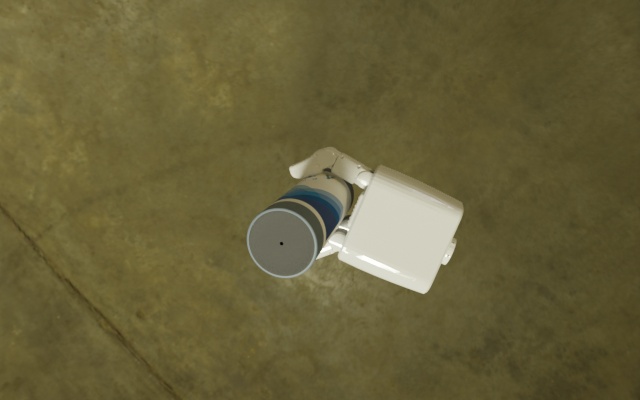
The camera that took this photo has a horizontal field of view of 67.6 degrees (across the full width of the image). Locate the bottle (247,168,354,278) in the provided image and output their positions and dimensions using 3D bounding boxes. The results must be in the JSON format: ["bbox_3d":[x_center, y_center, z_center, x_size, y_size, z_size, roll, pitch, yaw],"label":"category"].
[{"bbox_3d":[0.000,0.002,0.562,0.069,0.069,0.295,0,15,14],"label":"bottle"}]
